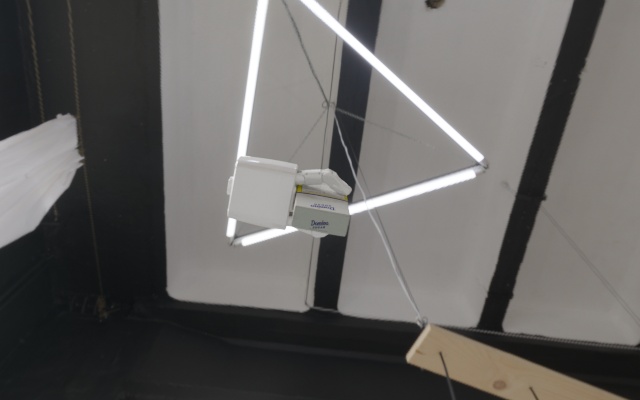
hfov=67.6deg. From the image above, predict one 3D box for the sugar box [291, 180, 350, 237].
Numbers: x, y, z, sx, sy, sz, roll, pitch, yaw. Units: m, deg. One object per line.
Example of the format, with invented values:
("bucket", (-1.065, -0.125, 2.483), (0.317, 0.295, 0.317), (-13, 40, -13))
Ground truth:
("sugar box", (0.000, 0.003, 0.846), (0.093, 0.048, 0.176), (11, 23, -3))
